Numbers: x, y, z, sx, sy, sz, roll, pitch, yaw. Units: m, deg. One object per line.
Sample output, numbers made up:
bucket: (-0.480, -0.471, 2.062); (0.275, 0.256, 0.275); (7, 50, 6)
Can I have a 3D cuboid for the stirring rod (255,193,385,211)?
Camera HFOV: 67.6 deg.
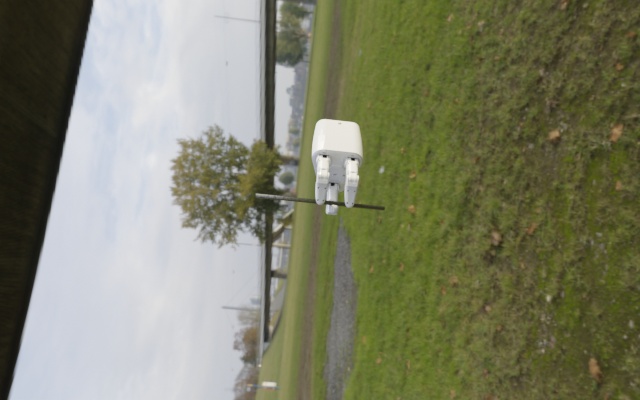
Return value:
stirring rod: (0.000, 0.003, 0.886); (0.239, 0.011, 0.011); (6, 0, -3)
